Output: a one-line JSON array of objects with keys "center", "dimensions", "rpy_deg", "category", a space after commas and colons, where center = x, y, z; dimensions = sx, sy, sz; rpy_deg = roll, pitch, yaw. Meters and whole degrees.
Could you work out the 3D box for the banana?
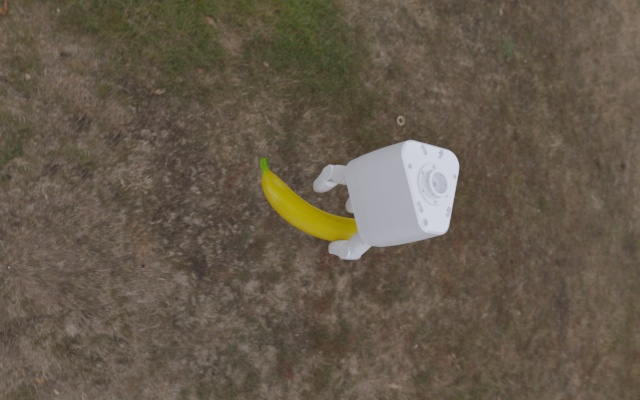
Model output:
[{"center": [-0.009, 0.016, 0.668], "dimensions": [0.198, 0.069, 0.037], "rpy_deg": [34, -30, -21], "category": "banana"}]
